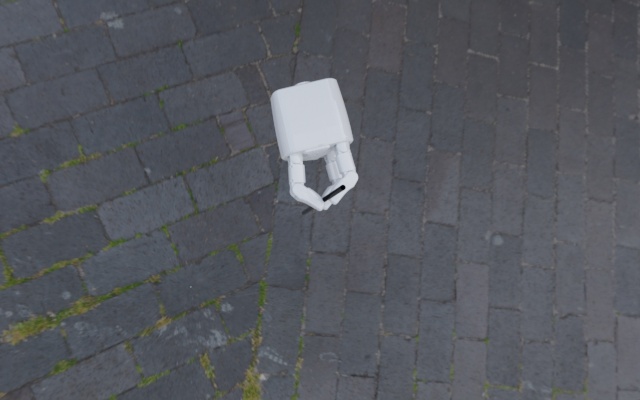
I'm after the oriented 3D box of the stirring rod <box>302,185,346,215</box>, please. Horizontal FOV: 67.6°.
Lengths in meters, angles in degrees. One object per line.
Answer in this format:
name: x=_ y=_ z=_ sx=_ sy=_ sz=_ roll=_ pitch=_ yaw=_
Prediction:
stirring rod: x=0.000 y=0.003 z=0.773 sx=0.011 sy=0.011 sz=0.239 roll=0 pitch=-10 yaw=-15
